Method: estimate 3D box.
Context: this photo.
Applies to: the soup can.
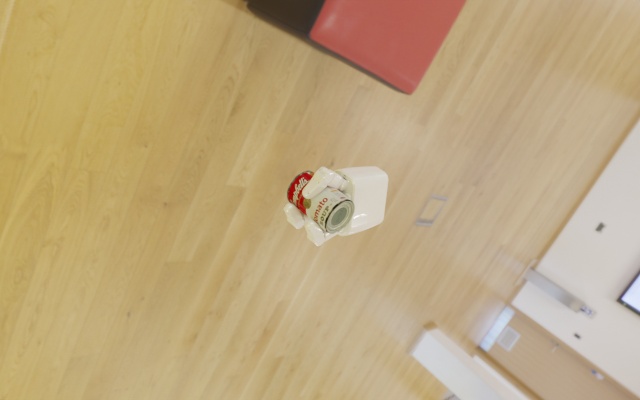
[{"bbox_3d":[0.000,0.003,0.812,0.102,0.068,0.068,38,23,33],"label":"soup can"}]
